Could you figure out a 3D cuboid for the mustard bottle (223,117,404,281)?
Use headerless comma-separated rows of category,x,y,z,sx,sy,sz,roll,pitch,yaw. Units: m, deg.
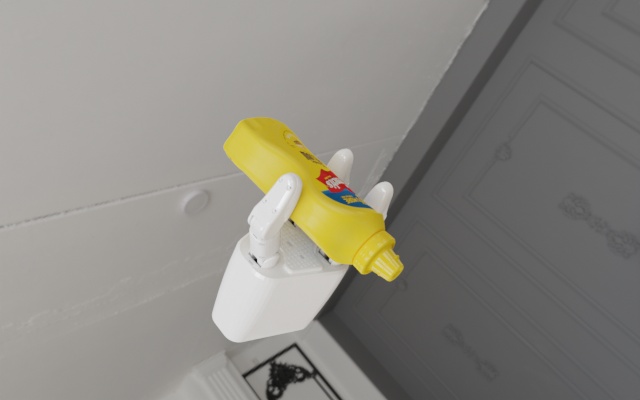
mustard bottle,0.000,0.001,0.437,0.191,0.058,0.096,44,14,23
